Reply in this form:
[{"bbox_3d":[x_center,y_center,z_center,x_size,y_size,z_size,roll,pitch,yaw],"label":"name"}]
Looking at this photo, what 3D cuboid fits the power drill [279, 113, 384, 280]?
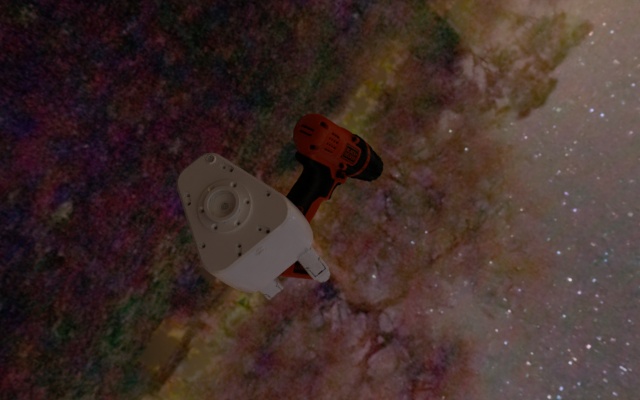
[{"bbox_3d":[0.000,0.002,0.586,0.057,0.187,0.184,26,3,33],"label":"power drill"}]
